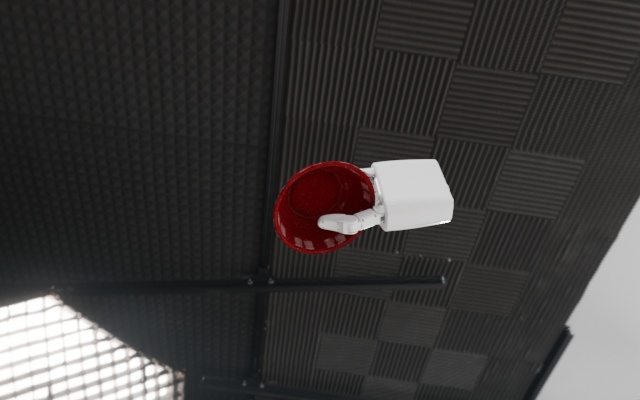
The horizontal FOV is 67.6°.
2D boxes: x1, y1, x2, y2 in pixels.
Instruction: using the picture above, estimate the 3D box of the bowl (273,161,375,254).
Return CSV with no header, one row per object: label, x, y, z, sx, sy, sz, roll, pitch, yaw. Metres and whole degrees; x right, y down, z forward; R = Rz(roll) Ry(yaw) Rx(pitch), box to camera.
bowl,-0.001,0.002,0.733,0.162,0.162,0.055,0,30,-21
